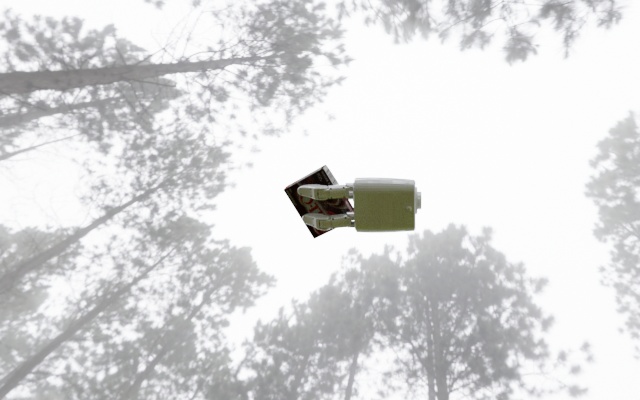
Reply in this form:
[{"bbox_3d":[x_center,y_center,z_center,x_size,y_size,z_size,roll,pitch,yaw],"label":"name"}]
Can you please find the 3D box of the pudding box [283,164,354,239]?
[{"bbox_3d":[0.000,0.003,0.879,0.090,0.113,0.039,-28,9,21],"label":"pudding box"}]
